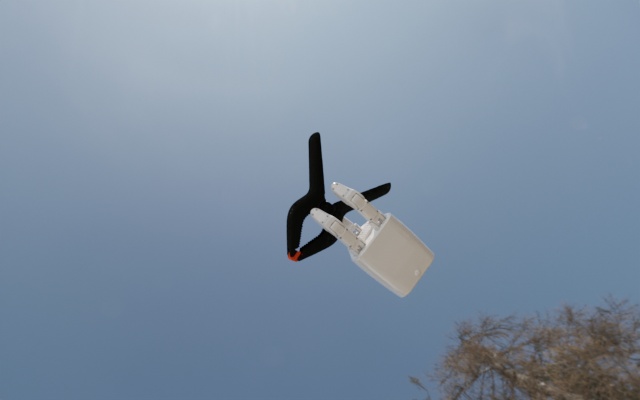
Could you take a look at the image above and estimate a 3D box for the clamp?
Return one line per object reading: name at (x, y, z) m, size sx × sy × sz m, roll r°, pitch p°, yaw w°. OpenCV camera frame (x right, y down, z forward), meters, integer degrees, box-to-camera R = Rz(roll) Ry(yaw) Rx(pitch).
clamp at (0.000, 0.003, 0.791) m, size 0.164 × 0.210 × 0.036 m, roll 40°, pitch -12°, yaw -9°
